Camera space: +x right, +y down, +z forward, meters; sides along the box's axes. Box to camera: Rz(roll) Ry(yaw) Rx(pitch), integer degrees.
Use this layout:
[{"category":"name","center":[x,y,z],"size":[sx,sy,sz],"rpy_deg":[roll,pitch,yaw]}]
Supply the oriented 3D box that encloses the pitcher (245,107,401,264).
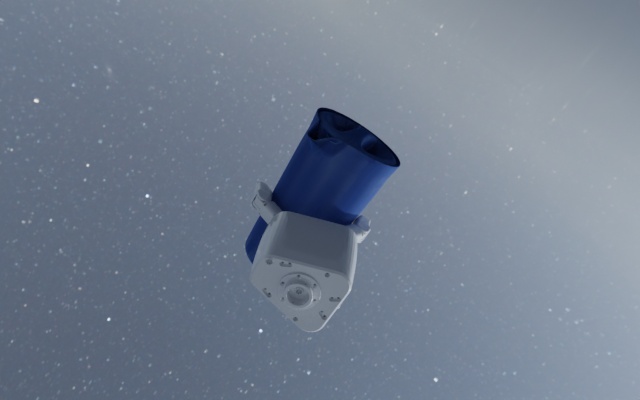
[{"category":"pitcher","center":[0.000,0.002,0.688],"size":[0.149,0.243,0.145],"rpy_deg":[30,23,-10]}]
